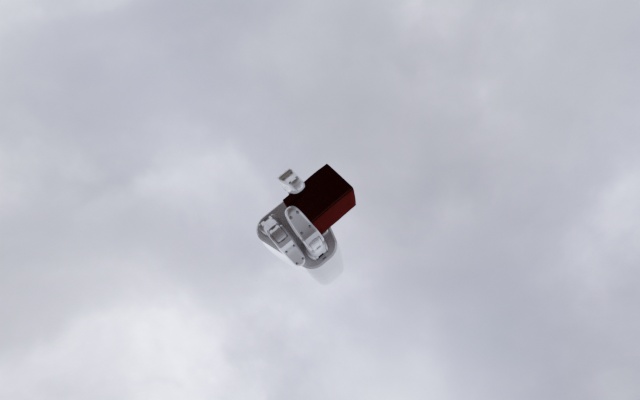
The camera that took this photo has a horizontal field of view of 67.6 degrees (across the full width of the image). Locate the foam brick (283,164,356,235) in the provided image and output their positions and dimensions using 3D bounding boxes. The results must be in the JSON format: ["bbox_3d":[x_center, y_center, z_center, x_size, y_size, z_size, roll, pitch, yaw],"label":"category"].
[{"bbox_3d":[0.000,0.002,0.619,0.078,0.053,0.051,-39,-26,-8],"label":"foam brick"}]
